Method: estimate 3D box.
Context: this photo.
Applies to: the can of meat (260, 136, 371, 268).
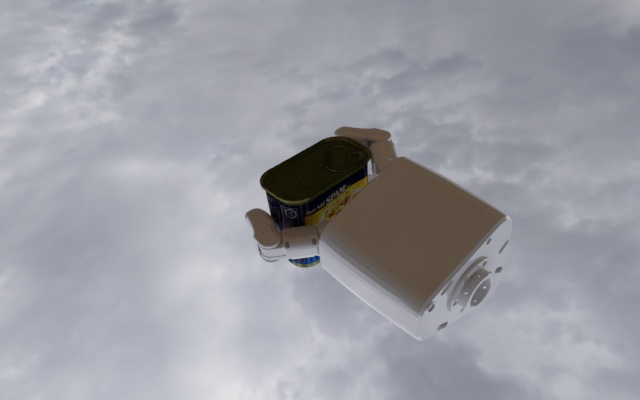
[{"bbox_3d":[0.000,0.002,0.445,0.102,0.084,0.057,-33,46,-29],"label":"can of meat"}]
